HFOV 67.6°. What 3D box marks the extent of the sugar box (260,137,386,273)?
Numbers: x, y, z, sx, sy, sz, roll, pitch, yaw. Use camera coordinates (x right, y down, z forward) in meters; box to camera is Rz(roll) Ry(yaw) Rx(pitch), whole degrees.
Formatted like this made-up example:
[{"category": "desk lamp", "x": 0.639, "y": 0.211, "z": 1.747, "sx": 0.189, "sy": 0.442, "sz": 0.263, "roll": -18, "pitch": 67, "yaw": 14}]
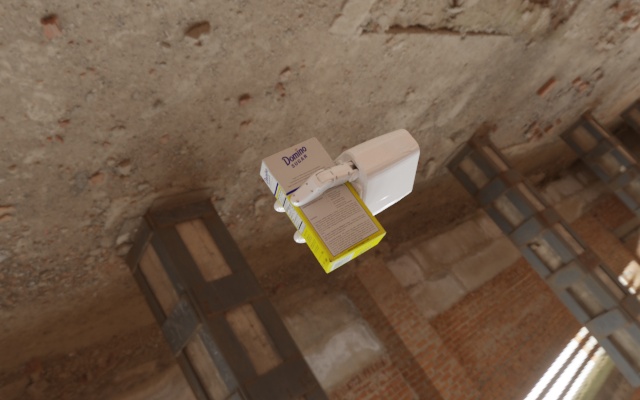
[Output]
[{"category": "sugar box", "x": 0.000, "y": 0.002, "z": 0.664, "sx": 0.093, "sy": 0.176, "sz": 0.048, "roll": -26, "pitch": -22, "yaw": -25}]
